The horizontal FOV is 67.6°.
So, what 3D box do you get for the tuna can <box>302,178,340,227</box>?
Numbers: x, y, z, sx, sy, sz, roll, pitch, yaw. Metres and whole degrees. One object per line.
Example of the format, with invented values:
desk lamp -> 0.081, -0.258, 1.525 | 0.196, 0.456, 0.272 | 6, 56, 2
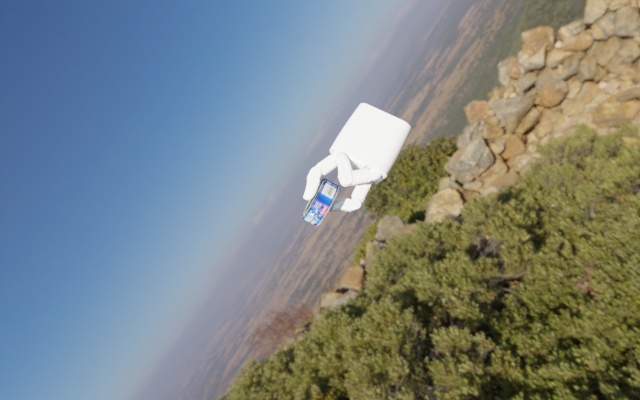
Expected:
tuna can -> 0.000, 0.003, 0.870 | 0.034, 0.086, 0.086 | 29, -3, -6
